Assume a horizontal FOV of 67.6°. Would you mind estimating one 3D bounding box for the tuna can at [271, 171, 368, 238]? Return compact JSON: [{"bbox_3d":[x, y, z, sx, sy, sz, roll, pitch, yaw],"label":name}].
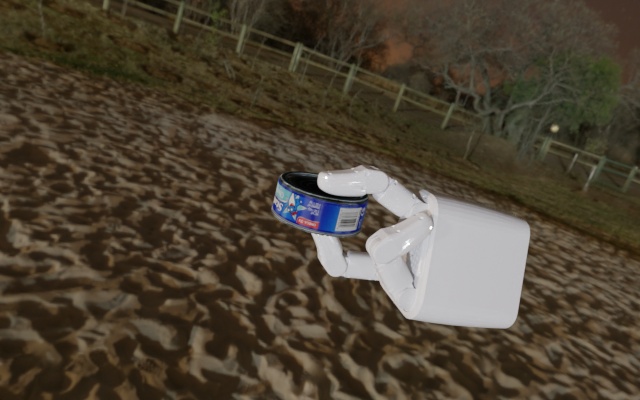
[{"bbox_3d":[0.000,0.001,0.439,0.086,0.034,0.086,13,16,-4],"label":"tuna can"}]
